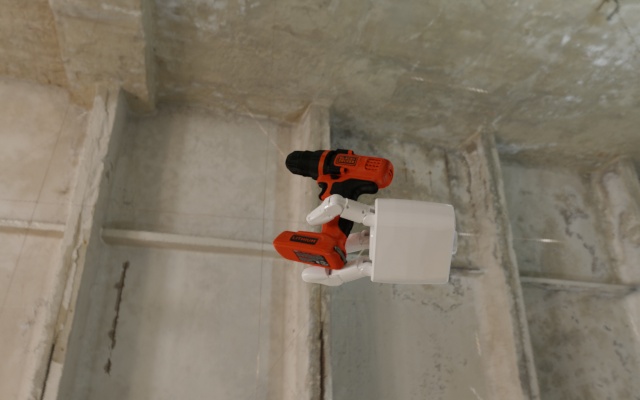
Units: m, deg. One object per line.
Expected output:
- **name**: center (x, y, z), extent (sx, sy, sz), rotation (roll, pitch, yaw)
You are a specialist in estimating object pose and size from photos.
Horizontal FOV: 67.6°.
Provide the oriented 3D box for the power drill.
- **power drill**: center (0.000, 0.003, 0.721), extent (0.184, 0.187, 0.057), rotation (8, -29, 29)
